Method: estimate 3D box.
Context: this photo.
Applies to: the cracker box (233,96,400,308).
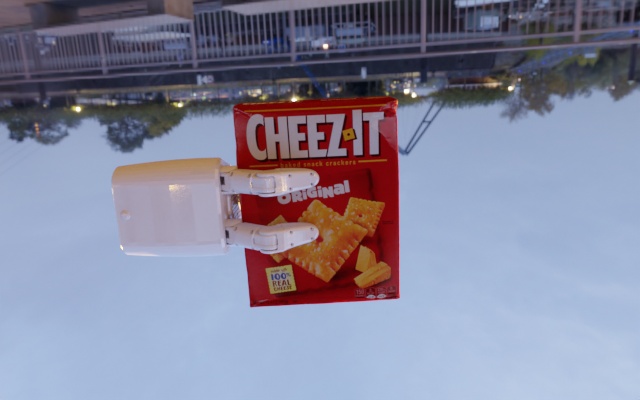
[{"bbox_3d":[0.000,0.002,0.509,0.164,0.214,0.072,-3,13,1],"label":"cracker box"}]
